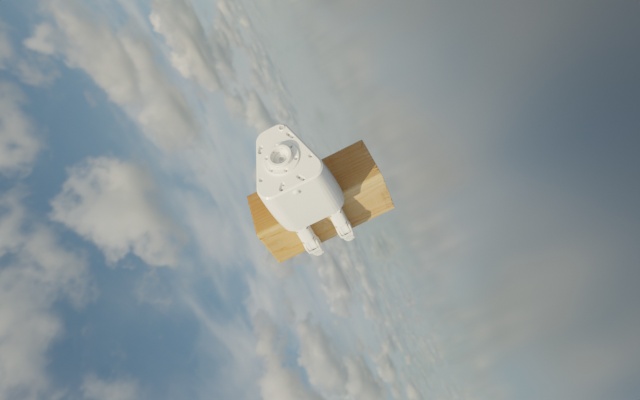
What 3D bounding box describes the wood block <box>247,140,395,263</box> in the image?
[{"bbox_3d":[0.000,0.002,0.762,0.206,0.090,0.090,-26,-42,4],"label":"wood block"}]
